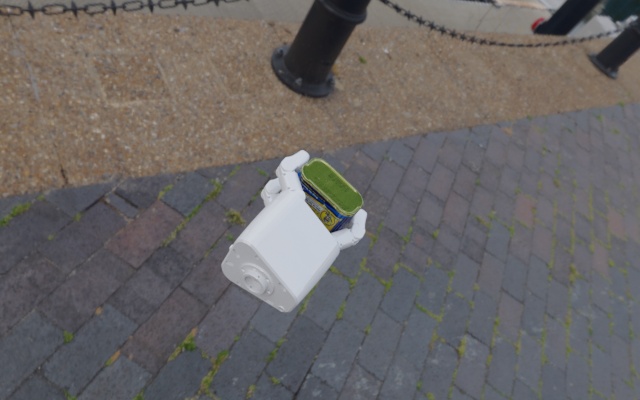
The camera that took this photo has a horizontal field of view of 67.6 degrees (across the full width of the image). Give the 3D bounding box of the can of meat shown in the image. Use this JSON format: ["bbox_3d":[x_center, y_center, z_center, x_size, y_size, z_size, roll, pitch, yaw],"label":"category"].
[{"bbox_3d":[0.000,0.002,0.674,0.057,0.102,0.084,-43,-7,-43],"label":"can of meat"}]
